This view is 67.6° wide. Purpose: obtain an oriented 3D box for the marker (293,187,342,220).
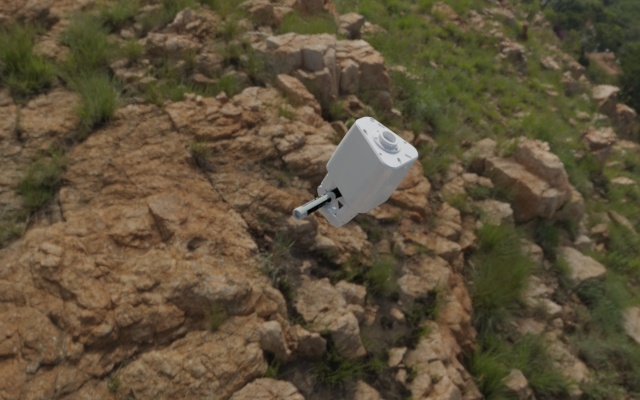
[{"bbox_3d":[0.000,0.003,0.802,0.020,0.020,0.121,0,20,42],"label":"marker"}]
